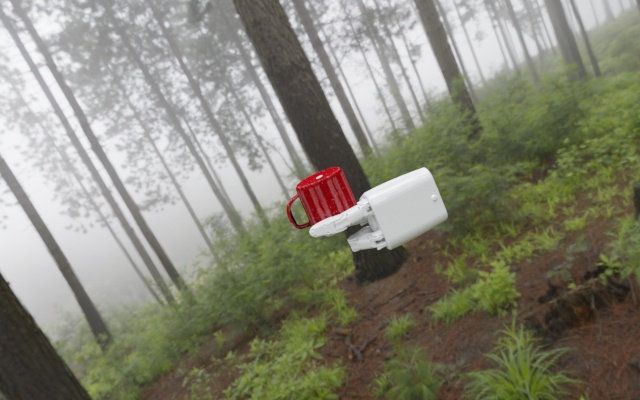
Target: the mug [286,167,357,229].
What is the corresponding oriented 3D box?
[{"bbox_3d":[-0.001,0.003,0.774,0.117,0.081,0.093,-25,12,-5],"label":"mug"}]
